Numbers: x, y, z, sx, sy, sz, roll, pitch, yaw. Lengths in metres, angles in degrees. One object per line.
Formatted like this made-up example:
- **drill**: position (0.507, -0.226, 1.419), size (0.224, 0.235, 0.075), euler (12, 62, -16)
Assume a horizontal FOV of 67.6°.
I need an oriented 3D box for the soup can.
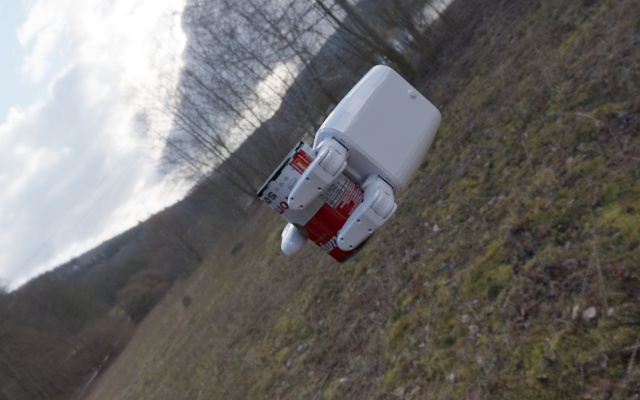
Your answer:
- **soup can**: position (0.000, 0.002, 0.447), size (0.102, 0.068, 0.068), euler (39, -6, -8)
